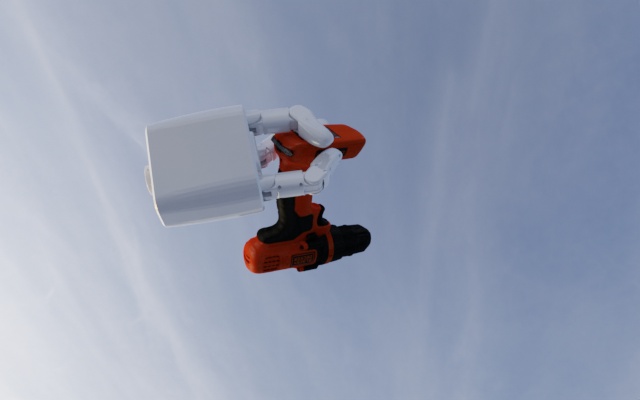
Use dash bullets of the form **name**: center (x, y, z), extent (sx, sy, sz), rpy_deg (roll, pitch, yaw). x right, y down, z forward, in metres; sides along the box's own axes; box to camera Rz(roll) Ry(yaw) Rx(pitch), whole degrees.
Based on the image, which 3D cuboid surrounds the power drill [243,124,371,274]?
- **power drill**: center (0.000, 0.002, 0.594), extent (0.184, 0.188, 0.057), rpy_deg (-8, 31, -32)
